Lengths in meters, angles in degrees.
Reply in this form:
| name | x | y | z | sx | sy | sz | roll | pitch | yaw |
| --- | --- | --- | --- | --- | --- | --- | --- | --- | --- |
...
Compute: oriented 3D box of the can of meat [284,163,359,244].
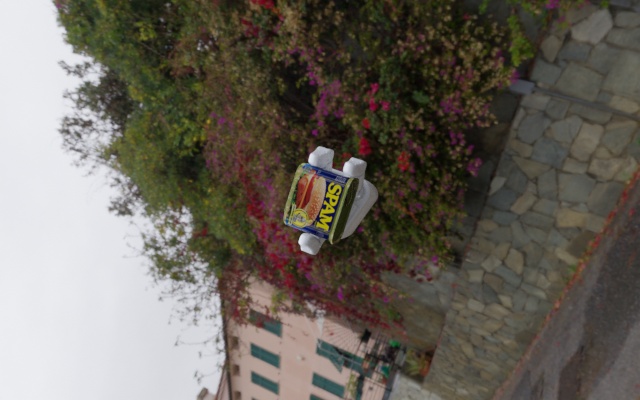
| name | x | y | z | sx | sy | sz | roll | pitch | yaw |
| --- | --- | --- | --- | --- | --- | --- | --- | --- | --- |
| can of meat | 0.000 | 0.002 | 0.709 | 0.084 | 0.102 | 0.057 | 20 | 7 | 17 |
